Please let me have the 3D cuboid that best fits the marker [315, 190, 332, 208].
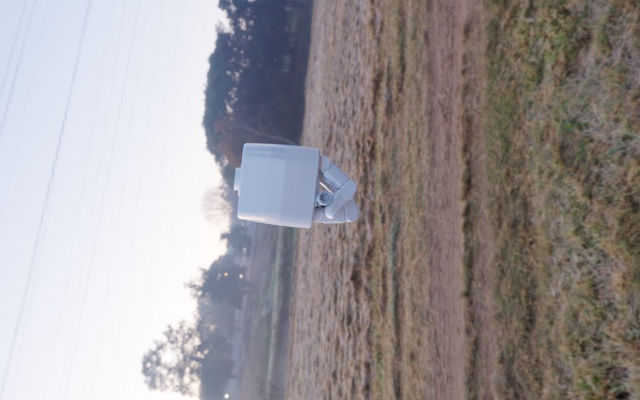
[{"bbox_3d":[0.000,0.002,0.686,0.020,0.020,0.121,0,-6,-6],"label":"marker"}]
